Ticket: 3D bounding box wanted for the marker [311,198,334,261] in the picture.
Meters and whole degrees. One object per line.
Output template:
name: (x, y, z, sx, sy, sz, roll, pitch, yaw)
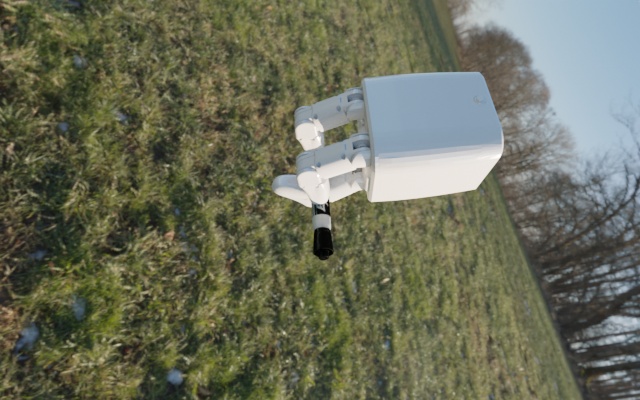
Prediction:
marker: (0.000, 0.001, 0.459, 0.020, 0.121, 0.020, -3, -33, -2)
